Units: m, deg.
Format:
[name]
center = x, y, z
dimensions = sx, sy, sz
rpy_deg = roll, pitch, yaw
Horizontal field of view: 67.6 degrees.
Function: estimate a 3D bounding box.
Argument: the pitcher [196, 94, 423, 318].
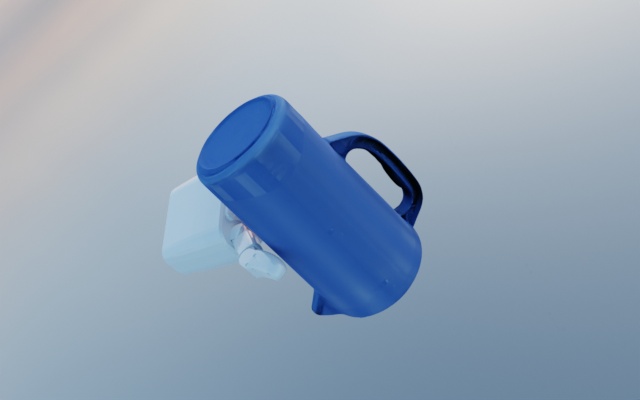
[pitcher]
center = 0.000, 0.002, 0.498
dimensions = 0.145, 0.149, 0.243
rpy_deg = -18, -48, 33
